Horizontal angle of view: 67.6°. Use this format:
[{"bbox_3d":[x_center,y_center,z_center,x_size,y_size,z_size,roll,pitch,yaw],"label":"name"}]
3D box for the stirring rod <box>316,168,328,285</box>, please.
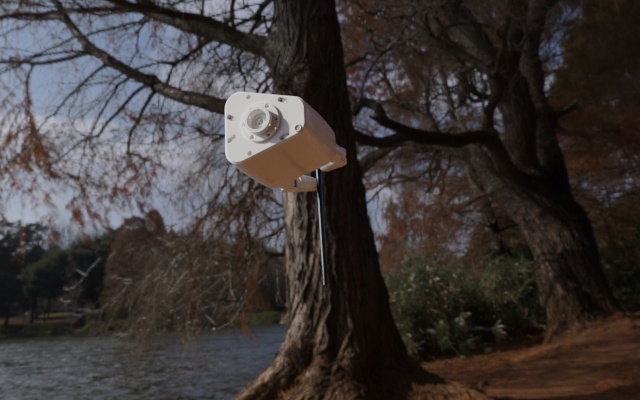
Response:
[{"bbox_3d":[0.000,0.002,0.700,0.011,0.239,0.011,-3,-14,-1],"label":"stirring rod"}]
